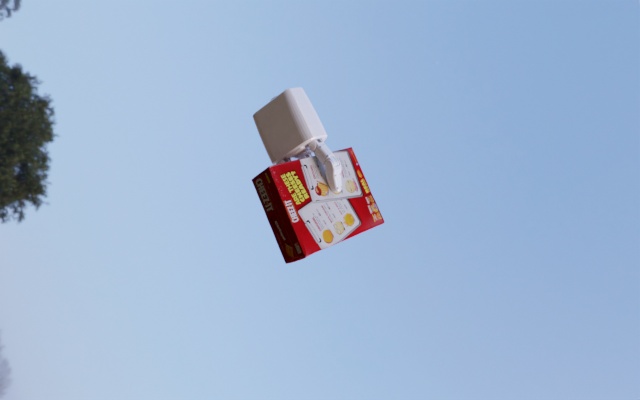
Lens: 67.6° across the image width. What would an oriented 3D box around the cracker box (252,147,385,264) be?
[{"bbox_3d":[0.000,0.003,0.874,0.213,0.164,0.072,-19,-6,-42],"label":"cracker box"}]
